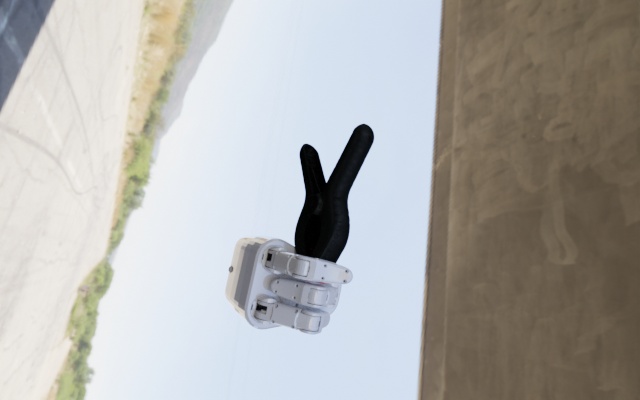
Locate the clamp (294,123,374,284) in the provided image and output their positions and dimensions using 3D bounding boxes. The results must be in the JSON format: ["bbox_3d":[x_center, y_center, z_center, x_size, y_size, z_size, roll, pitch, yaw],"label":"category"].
[{"bbox_3d":[0.001,0.002,0.528,0.039,0.171,0.120,19,-8,-27],"label":"clamp"}]
